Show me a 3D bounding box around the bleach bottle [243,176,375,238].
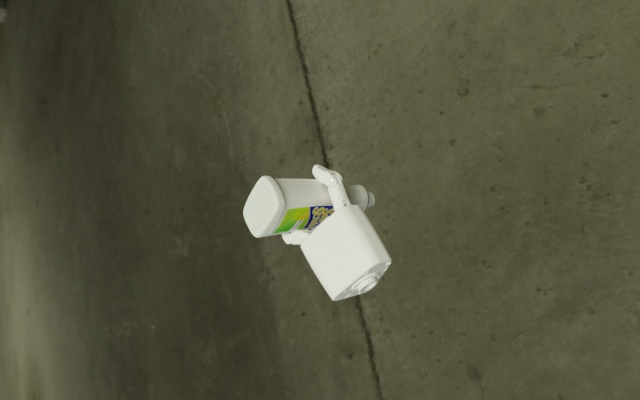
[{"bbox_3d":[0.000,0.003,0.808,0.251,0.068,0.103,-6,-35,-40],"label":"bleach bottle"}]
